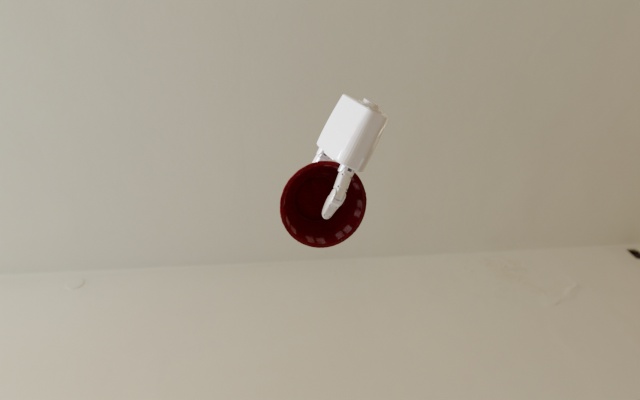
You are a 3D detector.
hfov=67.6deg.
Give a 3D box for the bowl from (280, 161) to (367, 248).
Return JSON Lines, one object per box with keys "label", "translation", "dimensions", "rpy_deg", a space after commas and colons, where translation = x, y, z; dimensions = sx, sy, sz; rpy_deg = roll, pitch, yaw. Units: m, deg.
{"label": "bowl", "translation": [-0.001, 0.004, 0.878], "dimensions": [0.162, 0.162, 0.055], "rpy_deg": [0, 13, -16]}
